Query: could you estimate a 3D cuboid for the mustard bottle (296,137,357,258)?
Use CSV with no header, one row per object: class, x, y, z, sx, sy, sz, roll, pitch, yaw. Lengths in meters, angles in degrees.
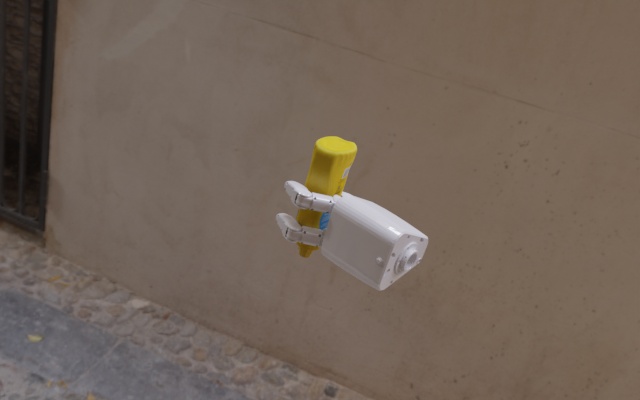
mustard bottle,0.000,0.002,0.728,0.058,0.192,0.096,21,22,12
